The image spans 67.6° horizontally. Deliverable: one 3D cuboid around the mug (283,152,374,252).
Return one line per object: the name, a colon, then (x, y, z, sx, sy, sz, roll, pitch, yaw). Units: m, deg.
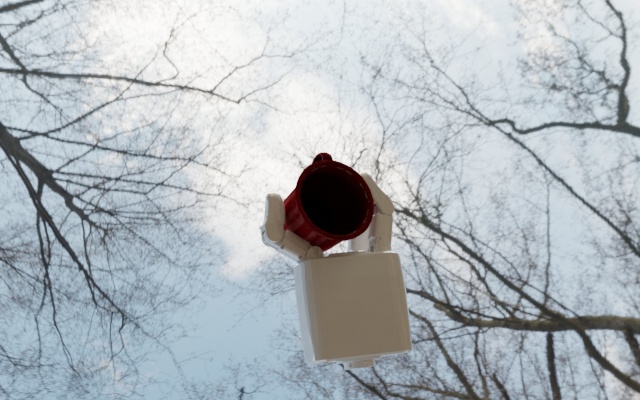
mug: (0.000, 0.001, 0.549, 0.093, 0.117, 0.081, 4, -23, -23)
